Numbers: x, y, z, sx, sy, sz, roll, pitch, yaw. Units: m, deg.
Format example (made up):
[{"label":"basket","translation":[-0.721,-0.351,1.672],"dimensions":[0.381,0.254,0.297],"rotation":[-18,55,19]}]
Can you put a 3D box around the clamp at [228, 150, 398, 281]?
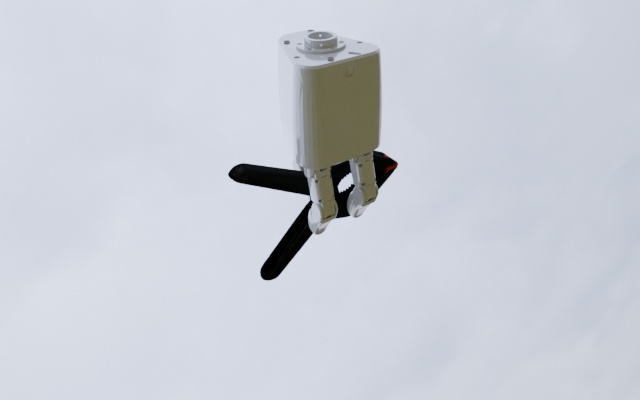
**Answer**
[{"label":"clamp","translation":[0.000,0.001,0.566],"dimensions":[0.210,0.165,0.036],"rotation":[-21,41,-24]}]
